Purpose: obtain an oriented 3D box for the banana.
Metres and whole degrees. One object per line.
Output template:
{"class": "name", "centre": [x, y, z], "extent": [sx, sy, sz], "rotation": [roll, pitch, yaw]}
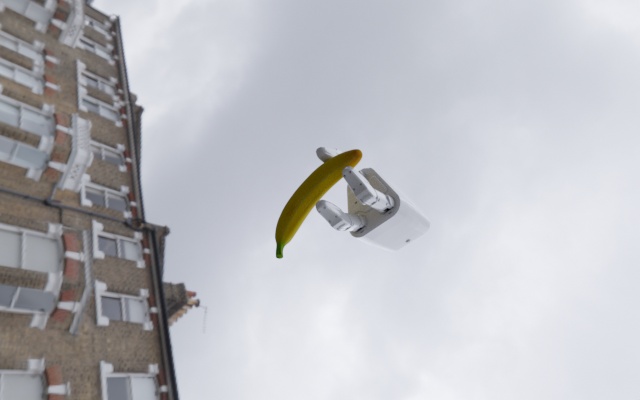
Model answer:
{"class": "banana", "centre": [-0.011, -0.004, 0.716], "extent": [0.037, 0.198, 0.069], "rotation": [31, 8, -42]}
